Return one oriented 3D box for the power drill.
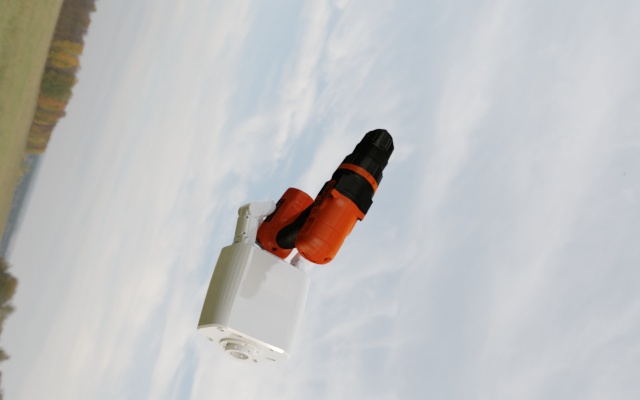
[{"bbox_3d":[0.000,0.002,0.591,0.057,0.184,0.188,41,-27,-13],"label":"power drill"}]
